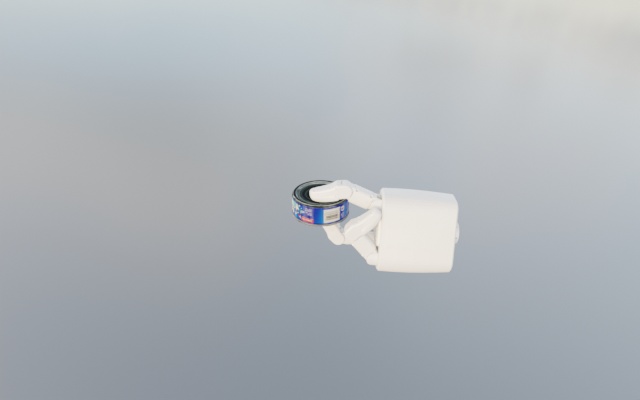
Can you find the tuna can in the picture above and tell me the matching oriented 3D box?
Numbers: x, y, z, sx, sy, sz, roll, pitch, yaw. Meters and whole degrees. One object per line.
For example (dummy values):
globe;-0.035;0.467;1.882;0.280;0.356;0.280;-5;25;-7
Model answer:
tuna can;0.000;0.002;0.708;0.086;0.034;0.086;0;29;0
